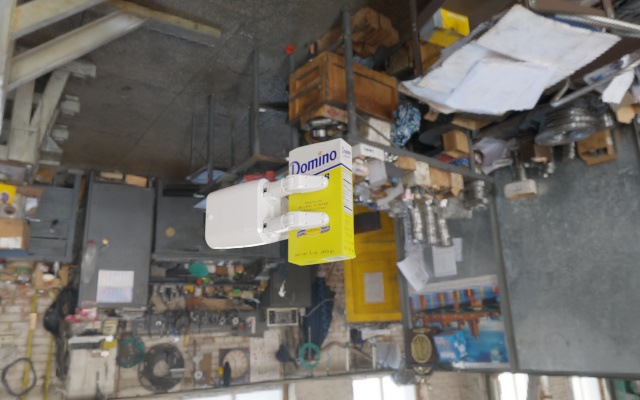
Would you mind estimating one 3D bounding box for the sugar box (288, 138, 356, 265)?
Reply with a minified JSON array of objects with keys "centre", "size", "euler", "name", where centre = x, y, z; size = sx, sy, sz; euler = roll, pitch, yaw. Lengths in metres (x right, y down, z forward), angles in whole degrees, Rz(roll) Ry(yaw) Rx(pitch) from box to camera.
[{"centre":[0.000,0.002,0.706],"size":[0.093,0.176,0.048],"euler":[-11,-18,26],"name":"sugar box"}]
